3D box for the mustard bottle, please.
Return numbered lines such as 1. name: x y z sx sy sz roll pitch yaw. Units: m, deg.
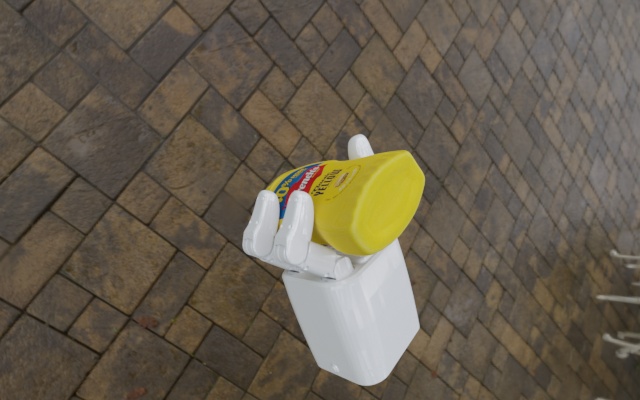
1. mustard bottle: 0.000 0.001 0.453 0.191 0.096 0.058 -1 -44 53
